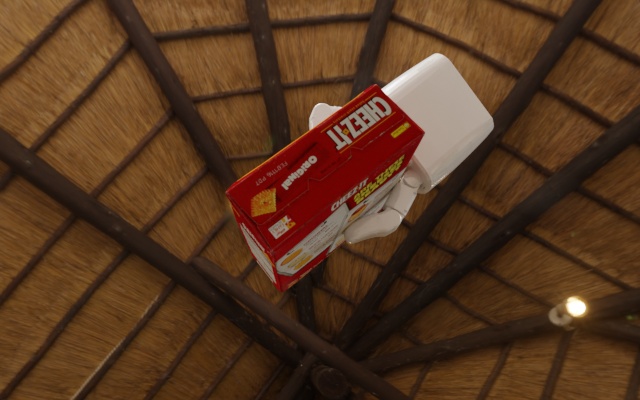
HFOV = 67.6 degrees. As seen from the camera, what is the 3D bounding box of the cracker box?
[{"bbox_3d":[0.000,0.002,0.481,0.164,0.072,0.214,-38,-13,-14],"label":"cracker box"}]
